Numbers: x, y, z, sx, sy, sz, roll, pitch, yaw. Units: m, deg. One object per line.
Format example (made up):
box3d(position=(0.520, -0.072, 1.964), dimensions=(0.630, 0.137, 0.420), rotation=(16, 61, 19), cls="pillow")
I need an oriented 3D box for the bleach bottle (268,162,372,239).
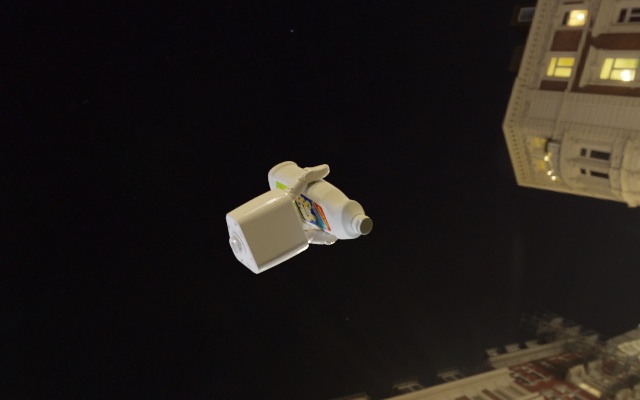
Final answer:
box3d(position=(0.000, 0.003, 0.868), dimensions=(0.068, 0.103, 0.250), rotation=(-27, 29, -27), cls="bleach bottle")
